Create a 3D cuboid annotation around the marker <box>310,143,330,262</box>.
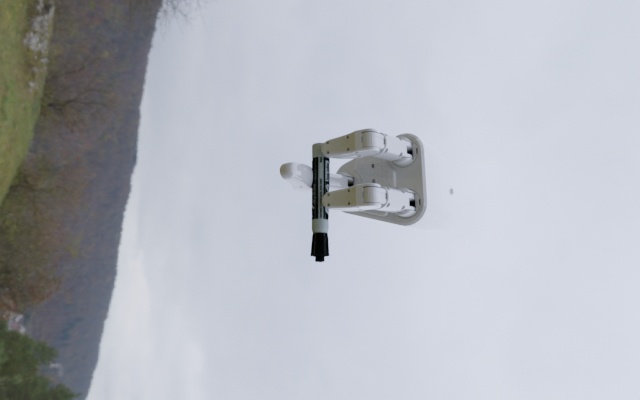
[{"bbox_3d":[0.000,0.002,0.485,0.020,0.121,0.020,0,-11,0],"label":"marker"}]
